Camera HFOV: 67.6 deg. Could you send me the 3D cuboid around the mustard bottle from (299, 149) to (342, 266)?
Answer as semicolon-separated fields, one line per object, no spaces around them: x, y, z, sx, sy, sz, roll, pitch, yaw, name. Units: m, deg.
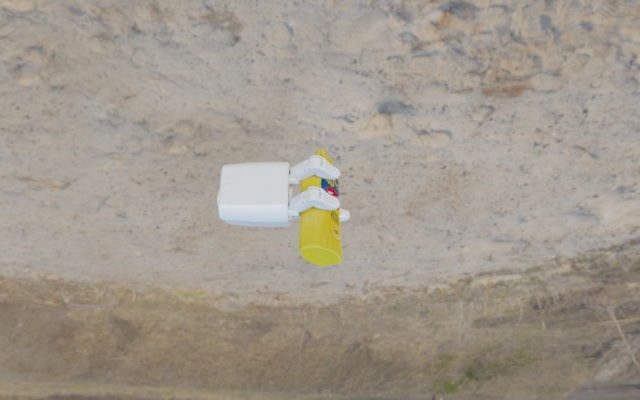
0.000;0.003;0.773;0.058;0.191;0.096;-12;-28;22;mustard bottle
